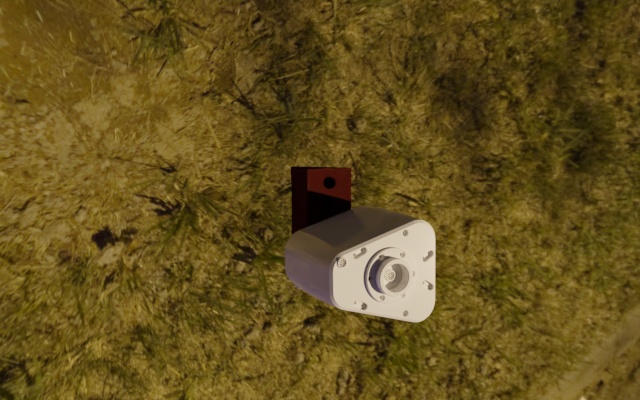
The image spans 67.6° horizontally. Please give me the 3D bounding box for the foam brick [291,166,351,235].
[{"bbox_3d":[0.000,0.001,0.518,0.053,0.078,0.051,-3,5,-22],"label":"foam brick"}]
